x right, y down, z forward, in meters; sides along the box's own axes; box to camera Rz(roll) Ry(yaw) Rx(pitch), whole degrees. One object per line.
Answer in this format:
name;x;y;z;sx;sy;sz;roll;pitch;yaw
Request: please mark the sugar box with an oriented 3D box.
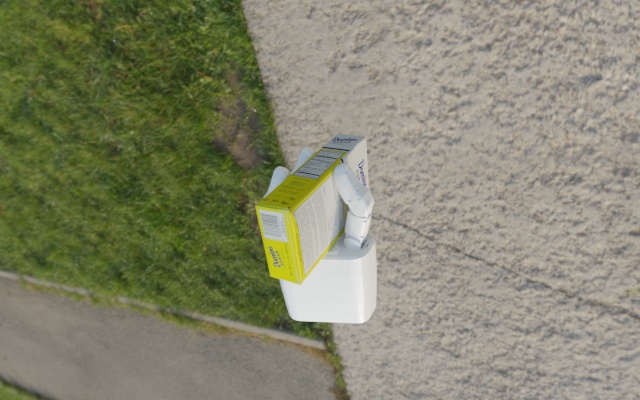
sugar box;0.000;0.002;0.536;0.048;0.093;0.176;10;34;25
